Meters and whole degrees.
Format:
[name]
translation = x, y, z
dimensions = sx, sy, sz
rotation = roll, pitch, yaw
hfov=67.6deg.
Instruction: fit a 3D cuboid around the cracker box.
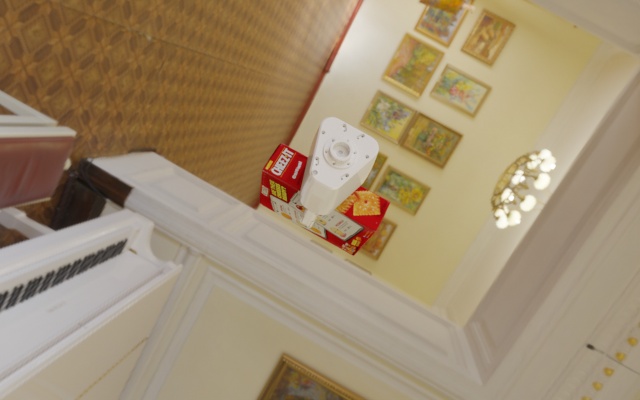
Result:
[cracker box]
translation = 0.000, 0.003, 0.863
dimensions = 0.213, 0.072, 0.164
rotation = 29, -22, 3
